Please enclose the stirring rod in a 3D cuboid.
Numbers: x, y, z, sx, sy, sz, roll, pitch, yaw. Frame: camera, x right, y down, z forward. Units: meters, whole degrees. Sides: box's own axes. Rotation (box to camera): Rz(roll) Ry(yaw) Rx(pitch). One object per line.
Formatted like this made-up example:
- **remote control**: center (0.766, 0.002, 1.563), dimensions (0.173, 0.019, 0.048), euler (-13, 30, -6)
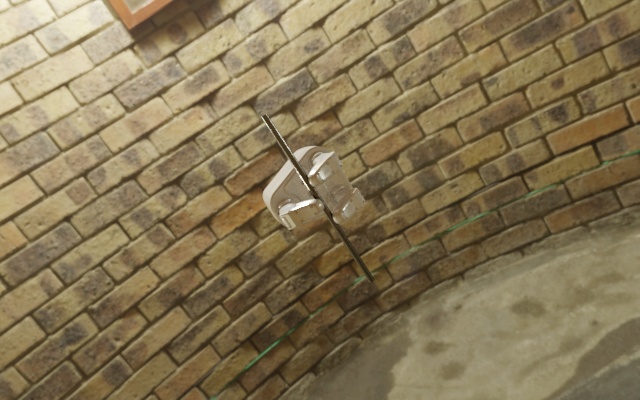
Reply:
- **stirring rod**: center (0.000, 0.002, 0.566), dimensions (0.011, 0.239, 0.011), euler (-31, 14, 8)
